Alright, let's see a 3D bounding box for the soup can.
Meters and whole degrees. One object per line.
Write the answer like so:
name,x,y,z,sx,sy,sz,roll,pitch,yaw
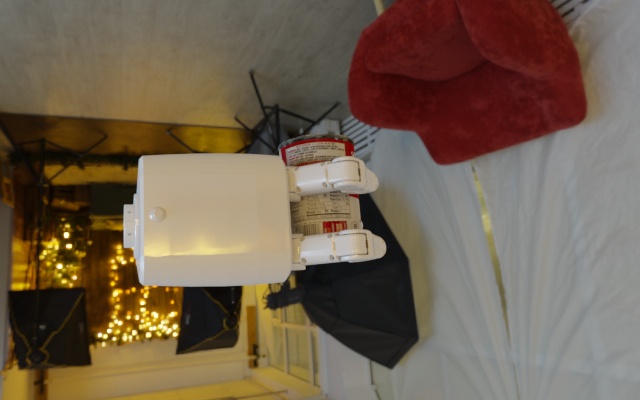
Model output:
soup can,0.001,0.002,0.414,0.068,0.102,0.068,-4,-11,-1
